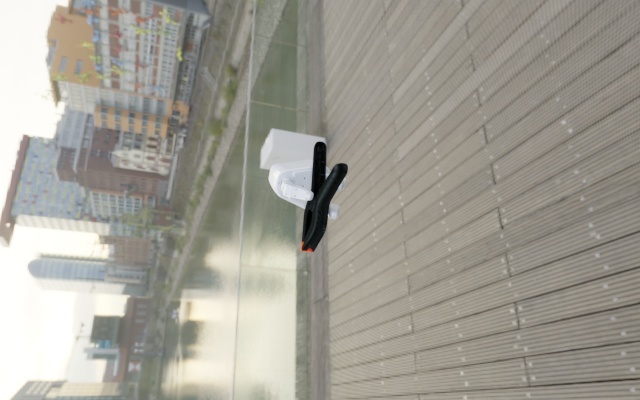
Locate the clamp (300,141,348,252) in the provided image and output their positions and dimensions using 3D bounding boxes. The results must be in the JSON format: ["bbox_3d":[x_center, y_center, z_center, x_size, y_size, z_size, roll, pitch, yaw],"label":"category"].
[{"bbox_3d":[-0.001,0.003,0.885,0.036,0.210,0.164,8,11,-17],"label":"clamp"}]
